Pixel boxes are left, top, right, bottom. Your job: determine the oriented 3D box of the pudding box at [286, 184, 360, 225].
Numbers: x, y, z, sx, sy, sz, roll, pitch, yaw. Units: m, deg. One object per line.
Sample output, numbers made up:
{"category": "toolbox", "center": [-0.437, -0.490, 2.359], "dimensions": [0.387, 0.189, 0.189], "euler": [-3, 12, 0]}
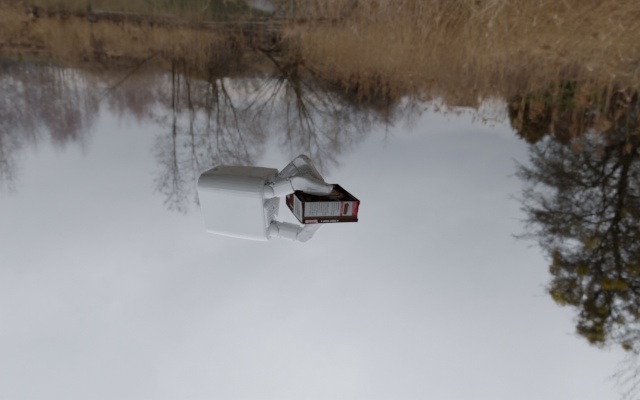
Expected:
{"category": "pudding box", "center": [0.000, 0.003, 0.735], "dimensions": [0.090, 0.039, 0.113], "euler": [-2, 18, -16]}
